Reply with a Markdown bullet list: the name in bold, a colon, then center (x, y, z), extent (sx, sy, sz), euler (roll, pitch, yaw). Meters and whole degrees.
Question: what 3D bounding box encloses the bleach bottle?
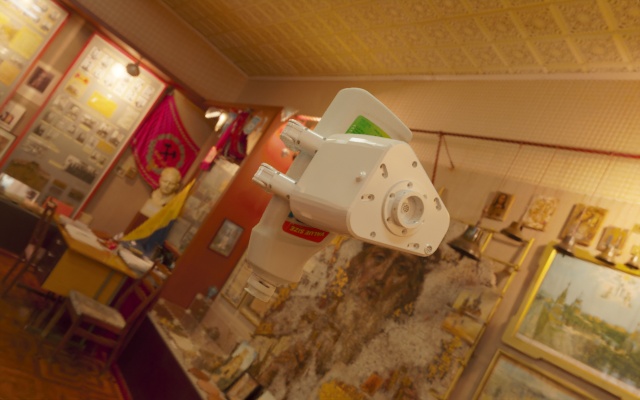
- **bleach bottle**: center (0.000, 0.002, 0.540), extent (0.102, 0.251, 0.068), euler (36, -9, -28)
